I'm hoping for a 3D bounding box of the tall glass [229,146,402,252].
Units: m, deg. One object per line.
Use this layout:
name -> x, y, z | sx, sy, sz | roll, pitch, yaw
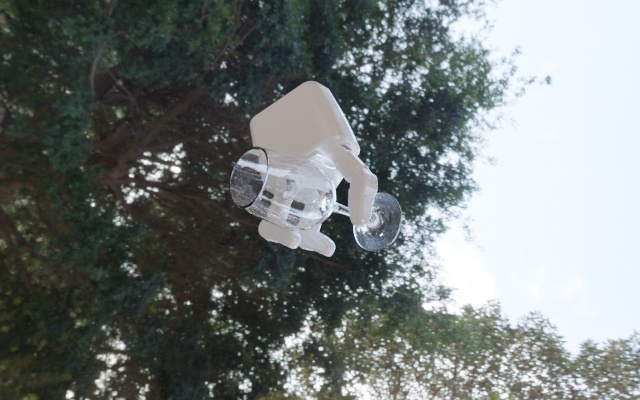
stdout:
tall glass -> 0.001, 0.002, 0.523 | 0.201, 0.079, 0.079 | 19, -13, -42
